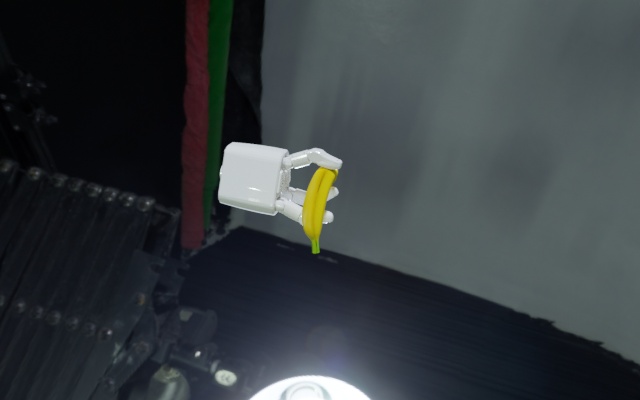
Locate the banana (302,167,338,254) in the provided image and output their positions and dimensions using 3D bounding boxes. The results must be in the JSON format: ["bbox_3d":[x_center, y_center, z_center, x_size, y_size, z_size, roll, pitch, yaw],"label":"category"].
[{"bbox_3d":[-0.001,-0.008,0.802,0.037,0.197,0.070,7,-43,10],"label":"banana"}]
